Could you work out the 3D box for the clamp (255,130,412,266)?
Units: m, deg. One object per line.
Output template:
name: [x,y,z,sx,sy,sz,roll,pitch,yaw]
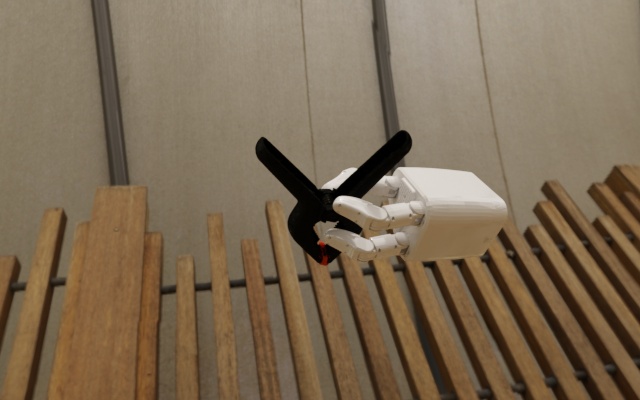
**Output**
clamp: [0.000,0.002,0.554,0.164,0.036,0.210,2,-45,-14]
